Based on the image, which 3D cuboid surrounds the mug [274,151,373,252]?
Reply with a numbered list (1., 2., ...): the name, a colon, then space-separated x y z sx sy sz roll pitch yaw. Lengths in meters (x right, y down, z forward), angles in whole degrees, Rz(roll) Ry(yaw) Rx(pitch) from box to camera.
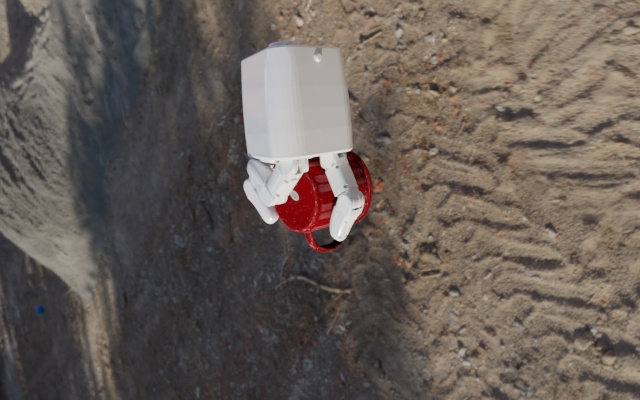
1. mug: 0.000 0.003 0.549 0.081 0.117 0.093 -13 11 -41
